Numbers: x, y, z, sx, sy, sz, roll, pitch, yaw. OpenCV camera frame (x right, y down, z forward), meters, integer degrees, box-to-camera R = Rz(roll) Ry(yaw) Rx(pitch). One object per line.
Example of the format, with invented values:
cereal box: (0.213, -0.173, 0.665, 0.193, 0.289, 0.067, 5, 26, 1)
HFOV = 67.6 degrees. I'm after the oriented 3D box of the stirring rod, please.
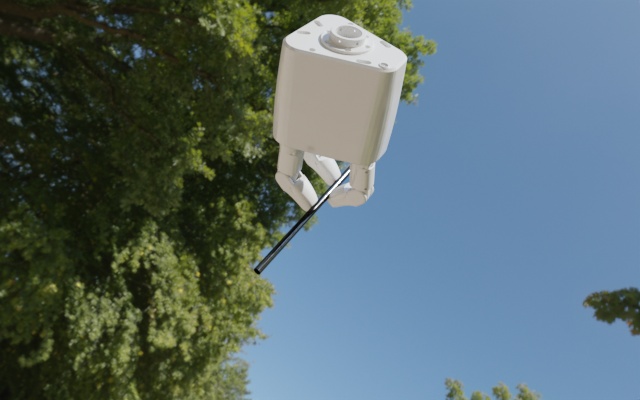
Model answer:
stirring rod: (0.000, 0.002, 0.540, 0.011, 0.011, 0.239, 0, 34, 38)
